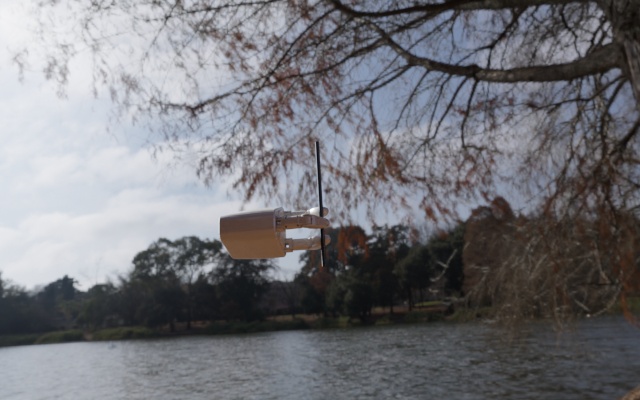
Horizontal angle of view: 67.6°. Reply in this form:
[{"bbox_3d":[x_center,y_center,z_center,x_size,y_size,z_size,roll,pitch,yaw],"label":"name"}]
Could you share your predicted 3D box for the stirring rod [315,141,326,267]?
[{"bbox_3d":[0.000,0.003,0.893,0.011,0.239,0.011,-3,-15,-1],"label":"stirring rod"}]
